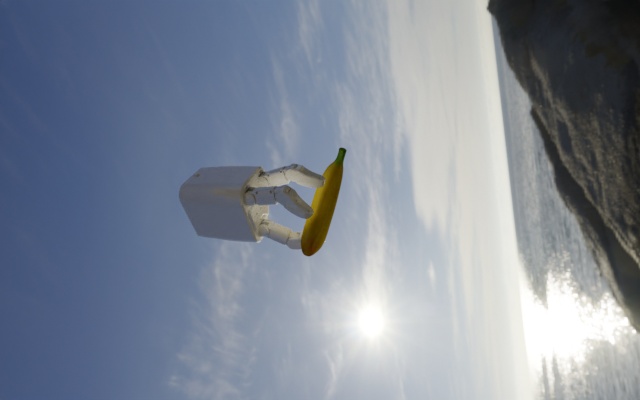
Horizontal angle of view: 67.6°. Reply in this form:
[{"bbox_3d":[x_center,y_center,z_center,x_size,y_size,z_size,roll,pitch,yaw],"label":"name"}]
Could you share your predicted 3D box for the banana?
[{"bbox_3d":[0.001,0.011,0.719,0.037,0.197,0.070,11,-35,9],"label":"banana"}]
